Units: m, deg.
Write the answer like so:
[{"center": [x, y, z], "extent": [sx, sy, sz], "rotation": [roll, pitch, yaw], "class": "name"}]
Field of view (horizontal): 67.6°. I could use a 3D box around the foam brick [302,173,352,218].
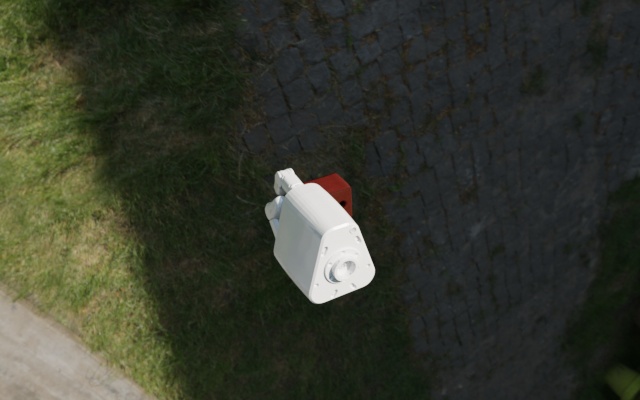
[{"center": [0.000, 0.002, 0.675], "extent": [0.078, 0.053, 0.051], "rotation": [-18, 33, -21], "class": "foam brick"}]
